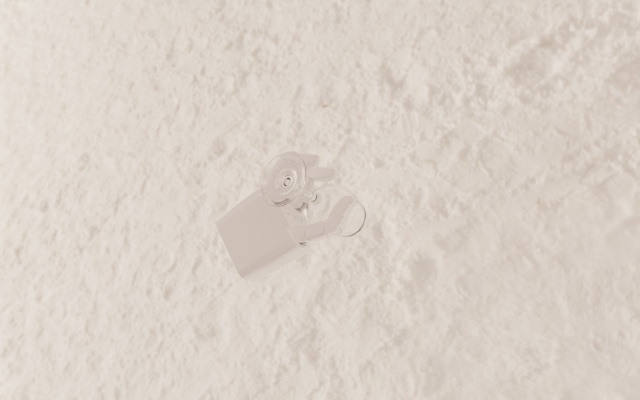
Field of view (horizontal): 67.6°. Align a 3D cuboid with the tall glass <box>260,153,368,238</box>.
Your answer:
[{"bbox_3d":[0.000,0.002,0.702,0.079,0.079,0.201,0,-17,32],"label":"tall glass"}]
